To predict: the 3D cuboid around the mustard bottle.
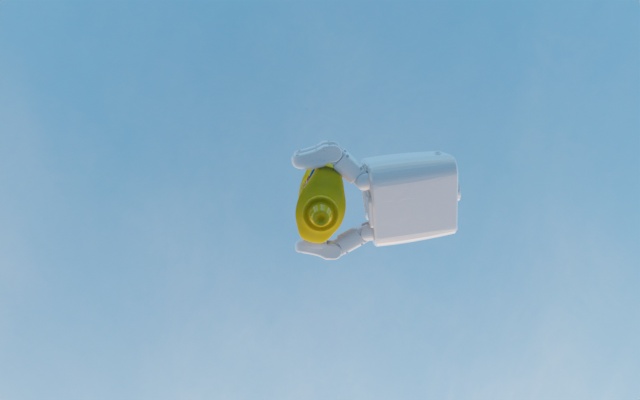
[{"bbox_3d":[0.000,0.002,0.604,0.058,0.096,0.191,16,10,-4],"label":"mustard bottle"}]
